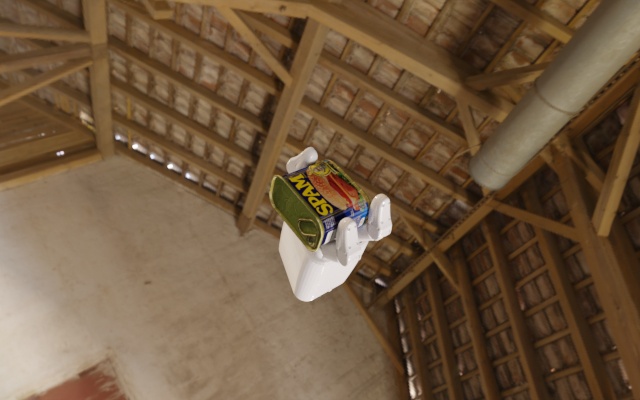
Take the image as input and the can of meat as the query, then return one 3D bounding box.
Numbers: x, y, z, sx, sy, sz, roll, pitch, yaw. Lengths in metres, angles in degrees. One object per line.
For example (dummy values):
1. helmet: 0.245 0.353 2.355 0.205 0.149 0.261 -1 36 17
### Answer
1. can of meat: 0.000 0.002 0.592 0.084 0.057 0.102 -23 58 -33
